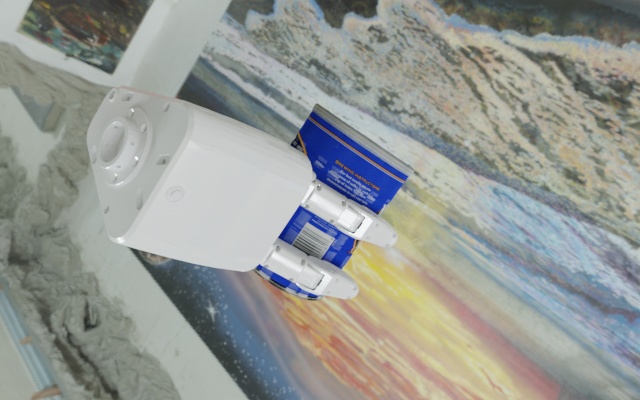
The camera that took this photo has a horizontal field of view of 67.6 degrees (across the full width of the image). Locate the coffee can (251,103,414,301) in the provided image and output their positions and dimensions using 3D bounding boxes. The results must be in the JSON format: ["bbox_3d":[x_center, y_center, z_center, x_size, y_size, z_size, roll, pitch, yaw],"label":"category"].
[{"bbox_3d":[0.000,0.001,0.423,0.103,0.140,0.102,33,10,-6],"label":"coffee can"}]
